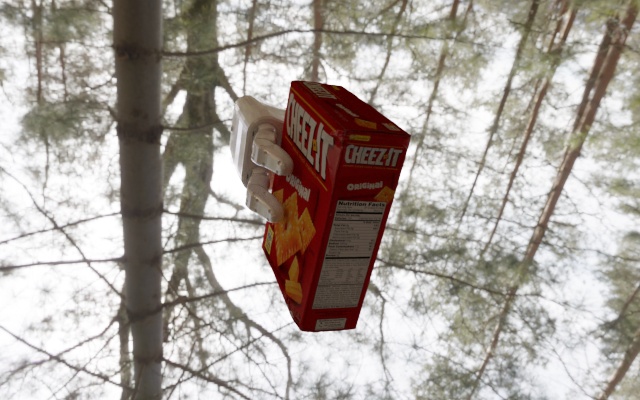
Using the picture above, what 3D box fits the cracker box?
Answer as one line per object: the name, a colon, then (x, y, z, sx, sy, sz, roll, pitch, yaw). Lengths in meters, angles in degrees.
cracker box: (0.000, 0.002, 0.498, 0.072, 0.214, 0.164, 1, 27, -23)
